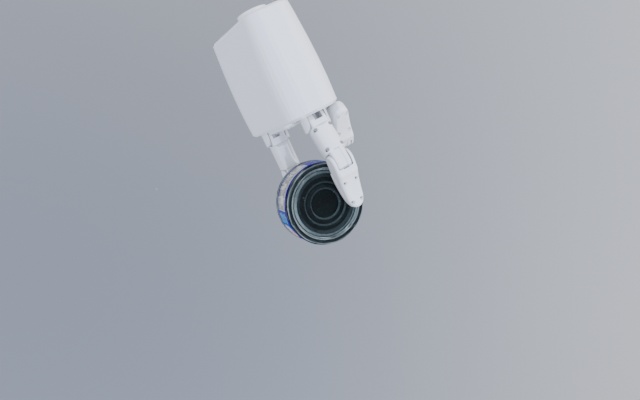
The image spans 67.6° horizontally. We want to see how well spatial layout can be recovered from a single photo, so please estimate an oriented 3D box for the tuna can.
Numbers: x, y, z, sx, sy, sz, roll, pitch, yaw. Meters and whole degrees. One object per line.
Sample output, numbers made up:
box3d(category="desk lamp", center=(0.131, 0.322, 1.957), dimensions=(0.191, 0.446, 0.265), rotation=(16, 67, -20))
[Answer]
box3d(category="tuna can", center=(0.000, 0.002, 0.491), dimensions=(0.086, 0.086, 0.033), rotation=(0, 6, -22))
